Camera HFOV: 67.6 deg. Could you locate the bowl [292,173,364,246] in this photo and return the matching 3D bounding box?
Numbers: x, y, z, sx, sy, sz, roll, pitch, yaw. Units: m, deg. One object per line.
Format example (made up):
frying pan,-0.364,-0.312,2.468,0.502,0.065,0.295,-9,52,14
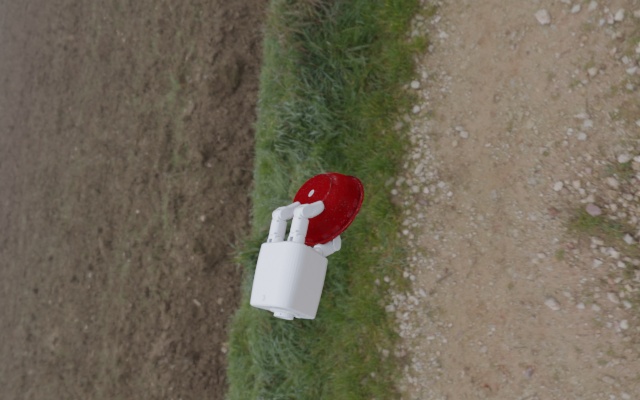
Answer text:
bowl,0.000,0.002,0.885,0.162,0.162,0.055,0,-36,49
